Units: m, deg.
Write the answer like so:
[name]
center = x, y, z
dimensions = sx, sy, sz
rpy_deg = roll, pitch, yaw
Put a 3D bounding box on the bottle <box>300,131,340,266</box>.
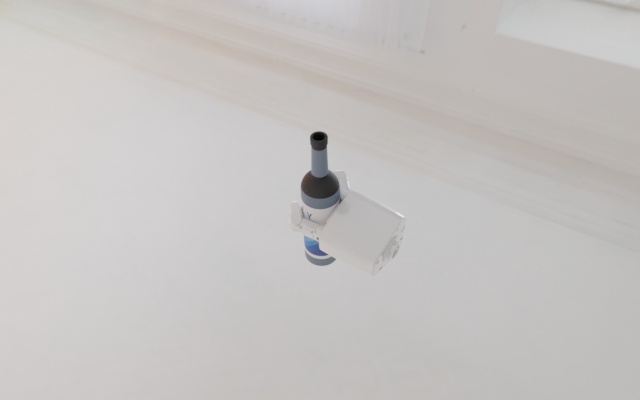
[bottle]
center = 0.000, 0.003, 0.829
dimensions = 0.069, 0.069, 0.296
rpy_deg = 0, -42, 1
